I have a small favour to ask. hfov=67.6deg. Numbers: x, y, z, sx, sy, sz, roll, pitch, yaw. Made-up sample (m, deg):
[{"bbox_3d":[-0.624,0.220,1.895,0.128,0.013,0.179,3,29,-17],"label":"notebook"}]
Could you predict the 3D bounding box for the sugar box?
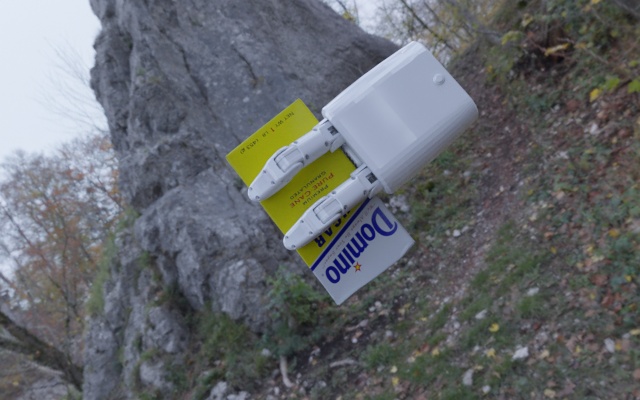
[{"bbox_3d":[0.000,0.001,0.455,0.093,0.176,0.048,-39,-9,1],"label":"sugar box"}]
